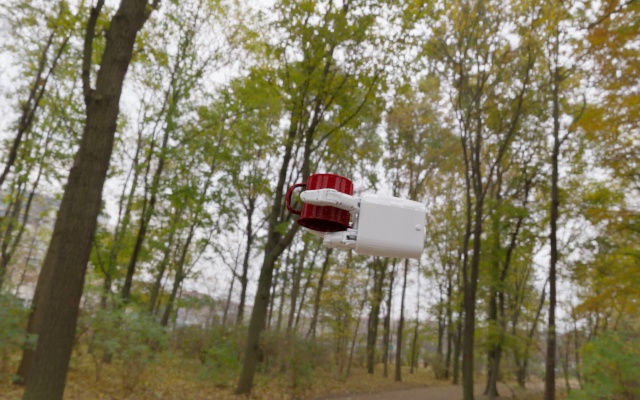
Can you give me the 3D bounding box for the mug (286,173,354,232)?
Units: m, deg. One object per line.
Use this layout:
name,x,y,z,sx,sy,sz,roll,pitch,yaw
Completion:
mug,-0.001,0.002,0.807,0.117,0.081,0.093,9,-16,-2
